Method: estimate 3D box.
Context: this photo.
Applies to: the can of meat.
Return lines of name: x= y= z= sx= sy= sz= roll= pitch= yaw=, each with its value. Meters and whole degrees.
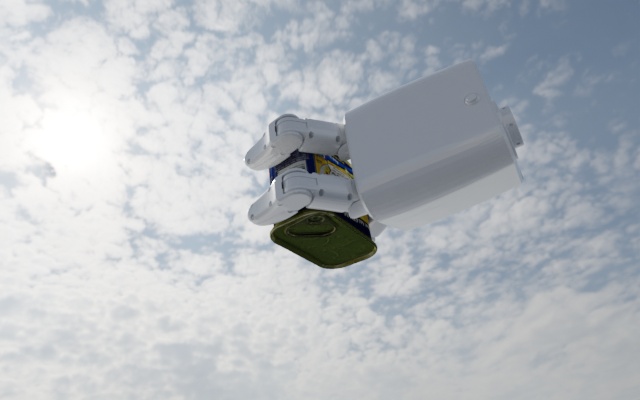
can of meat: x=0.000 y=0.001 z=0.412 sx=0.057 sy=0.084 sz=0.102 roll=-25 pitch=-36 yaw=25
